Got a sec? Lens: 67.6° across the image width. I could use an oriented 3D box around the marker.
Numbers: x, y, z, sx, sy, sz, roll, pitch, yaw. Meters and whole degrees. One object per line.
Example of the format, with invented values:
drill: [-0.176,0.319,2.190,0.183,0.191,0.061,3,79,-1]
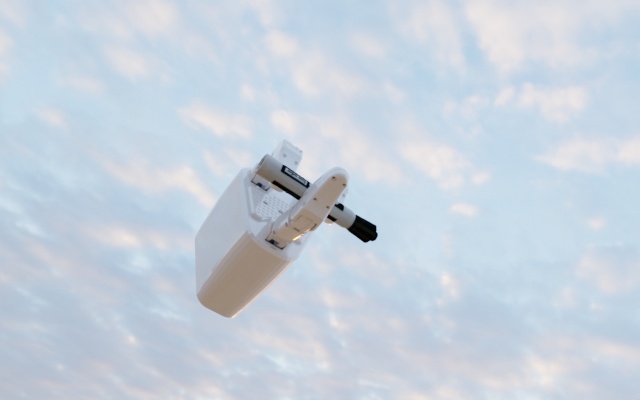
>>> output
marker: [0.000,0.001,0.402,0.121,0.020,0.020,33,-12,-18]
